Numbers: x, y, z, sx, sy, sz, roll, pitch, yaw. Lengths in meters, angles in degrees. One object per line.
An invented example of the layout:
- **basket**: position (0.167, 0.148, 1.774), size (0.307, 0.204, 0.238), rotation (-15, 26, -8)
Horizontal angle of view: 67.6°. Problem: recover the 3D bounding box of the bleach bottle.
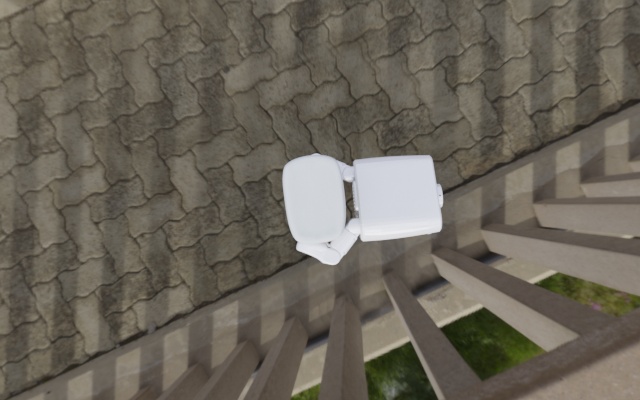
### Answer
- **bleach bottle**: position (0.000, 0.002, 0.651), size (0.068, 0.102, 0.251), rotation (-6, -1, 3)
